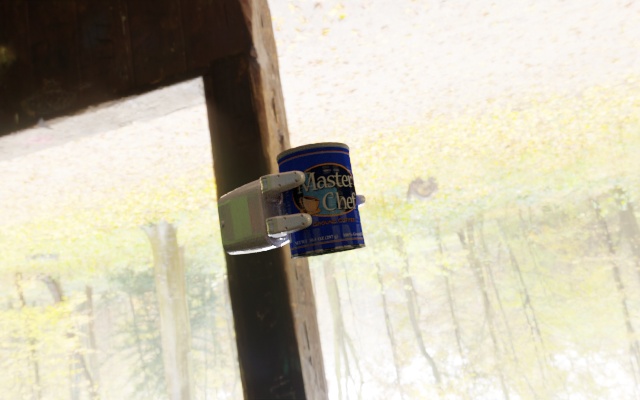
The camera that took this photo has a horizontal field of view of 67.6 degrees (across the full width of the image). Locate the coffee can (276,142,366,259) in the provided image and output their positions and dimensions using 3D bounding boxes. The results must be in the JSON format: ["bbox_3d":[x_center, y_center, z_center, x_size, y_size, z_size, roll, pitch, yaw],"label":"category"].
[{"bbox_3d":[0.000,0.002,0.650,0.103,0.140,0.103,-9,-9,-1],"label":"coffee can"}]
